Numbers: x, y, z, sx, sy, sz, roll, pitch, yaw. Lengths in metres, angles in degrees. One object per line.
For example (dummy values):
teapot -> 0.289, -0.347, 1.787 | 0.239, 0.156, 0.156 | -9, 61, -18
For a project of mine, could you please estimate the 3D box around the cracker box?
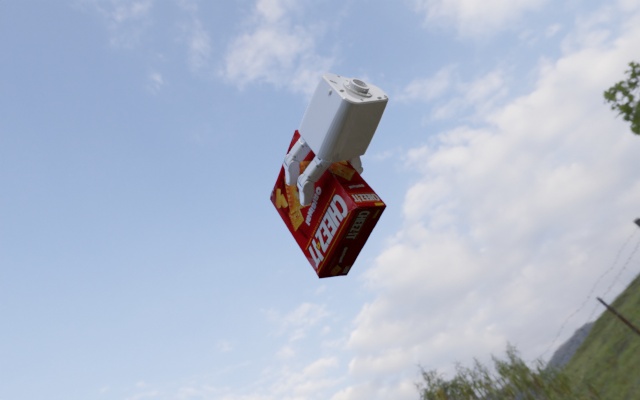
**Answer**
cracker box -> 0.000, 0.003, 0.833 | 0.072, 0.164, 0.213 | -2, 41, -35
